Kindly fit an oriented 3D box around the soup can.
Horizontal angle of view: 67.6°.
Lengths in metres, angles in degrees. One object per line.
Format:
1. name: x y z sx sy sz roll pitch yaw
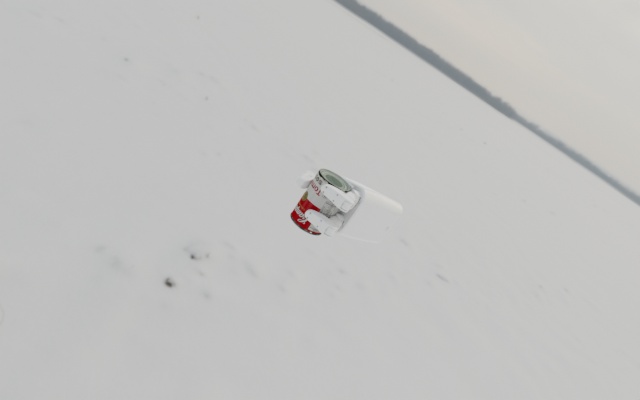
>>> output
1. soup can: 0.000 0.002 0.853 0.068 0.102 0.068 29 21 -12
